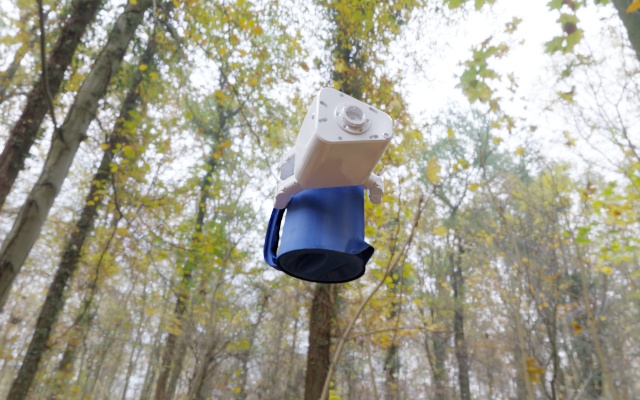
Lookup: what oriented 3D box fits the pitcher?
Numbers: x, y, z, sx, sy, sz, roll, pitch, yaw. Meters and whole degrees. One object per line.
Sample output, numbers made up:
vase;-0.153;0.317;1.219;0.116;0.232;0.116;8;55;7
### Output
pitcher;0.000;0.002;0.763;0.149;0.242;0.145;11;-31;-10
